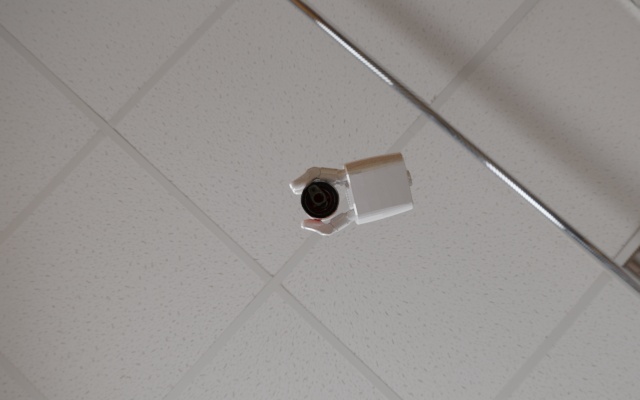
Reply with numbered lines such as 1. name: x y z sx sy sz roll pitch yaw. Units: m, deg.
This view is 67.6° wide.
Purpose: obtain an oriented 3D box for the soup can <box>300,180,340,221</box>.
1. soup can: 0.000 0.003 0.875 0.068 0.068 0.102 0 -5 1
